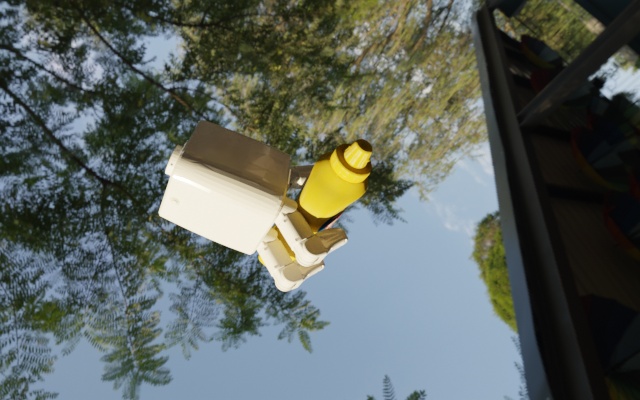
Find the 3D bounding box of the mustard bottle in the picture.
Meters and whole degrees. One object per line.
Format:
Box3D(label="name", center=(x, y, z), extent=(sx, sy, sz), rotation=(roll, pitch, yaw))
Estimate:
Box3D(label="mustard bottle", center=(0.000, 0.002, 0.516), extent=(0.096, 0.058, 0.192), rotation=(-45, -6, -45))
